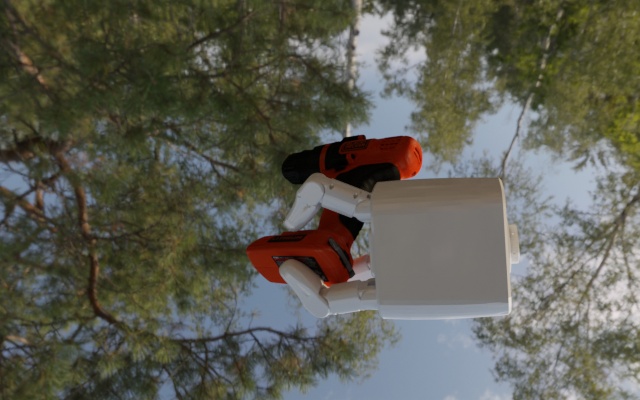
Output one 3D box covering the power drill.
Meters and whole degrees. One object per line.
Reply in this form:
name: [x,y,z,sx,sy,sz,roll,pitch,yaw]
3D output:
power drill: [0.000,0.002,0.511,0.184,0.057,0.187,-5,41,38]
